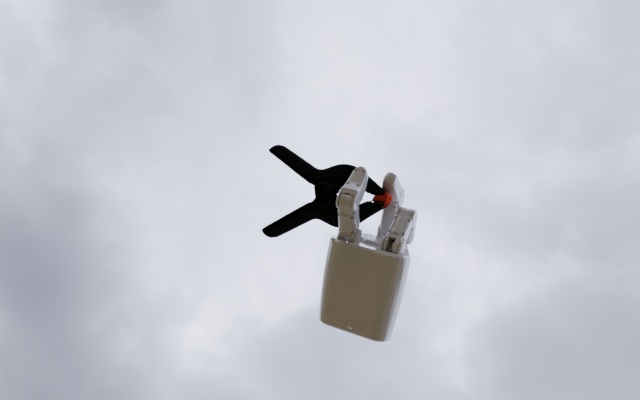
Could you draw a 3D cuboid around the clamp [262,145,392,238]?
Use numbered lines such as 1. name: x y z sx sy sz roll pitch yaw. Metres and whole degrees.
1. clamp: 0.000 0.002 0.601 0.171 0.120 0.039 14 8 23
